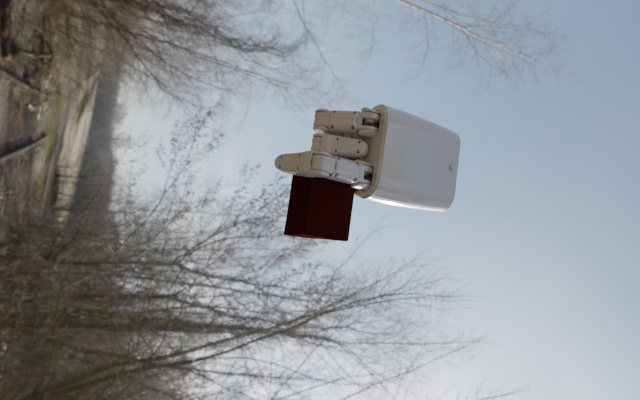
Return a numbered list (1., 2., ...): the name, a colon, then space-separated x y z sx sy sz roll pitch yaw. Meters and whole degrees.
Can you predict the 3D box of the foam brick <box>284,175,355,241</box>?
1. foam brick: 0.000 0.002 0.496 0.051 0.078 0.053 12 -7 -27
